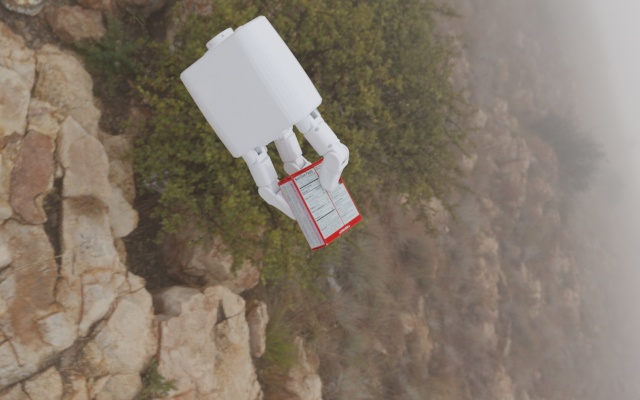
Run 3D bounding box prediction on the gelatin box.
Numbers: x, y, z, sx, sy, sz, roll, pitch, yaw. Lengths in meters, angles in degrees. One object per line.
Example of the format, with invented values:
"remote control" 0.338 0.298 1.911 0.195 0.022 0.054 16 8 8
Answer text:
"gelatin box" 0.001 0.002 0.556 0.030 0.089 0.073 -24 6 45
